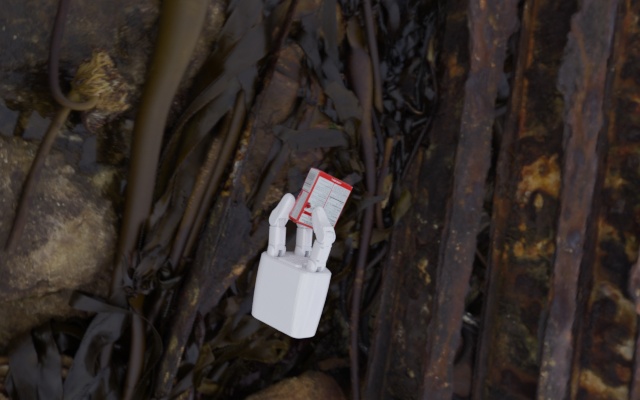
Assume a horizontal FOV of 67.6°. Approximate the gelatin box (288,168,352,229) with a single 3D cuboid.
[{"bbox_3d":[0.001,0.002,0.755,0.073,0.089,0.030,24,2,-37],"label":"gelatin box"}]
